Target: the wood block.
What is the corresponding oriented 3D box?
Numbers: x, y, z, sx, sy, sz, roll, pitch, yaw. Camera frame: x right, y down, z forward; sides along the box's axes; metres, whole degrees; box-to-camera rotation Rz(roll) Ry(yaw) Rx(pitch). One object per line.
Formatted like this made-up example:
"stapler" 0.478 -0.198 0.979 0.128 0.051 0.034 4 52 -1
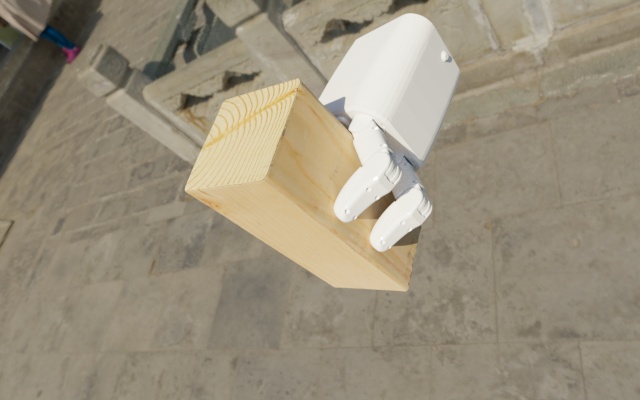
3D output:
"wood block" 0.000 0.001 0.422 0.091 0.090 0.206 -4 -31 39
